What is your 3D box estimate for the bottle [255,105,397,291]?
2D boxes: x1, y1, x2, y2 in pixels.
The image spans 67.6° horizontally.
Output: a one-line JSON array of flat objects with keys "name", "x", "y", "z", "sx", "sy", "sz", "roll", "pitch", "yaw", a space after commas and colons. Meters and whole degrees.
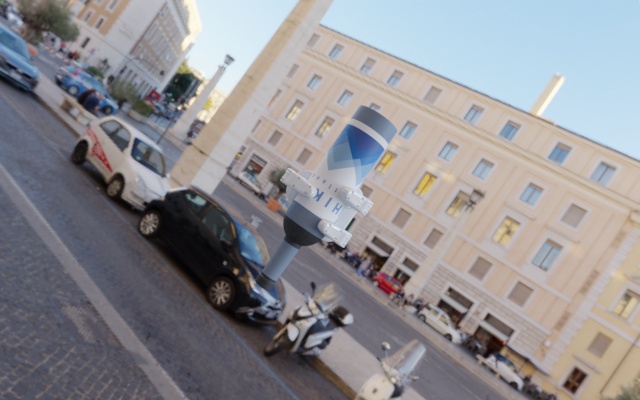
[{"name": "bottle", "x": 0.000, "y": 0.002, "z": 0.690, "sx": 0.069, "sy": 0.295, "sz": 0.069, "roll": 35, "pitch": -1, "yaw": 1}]
